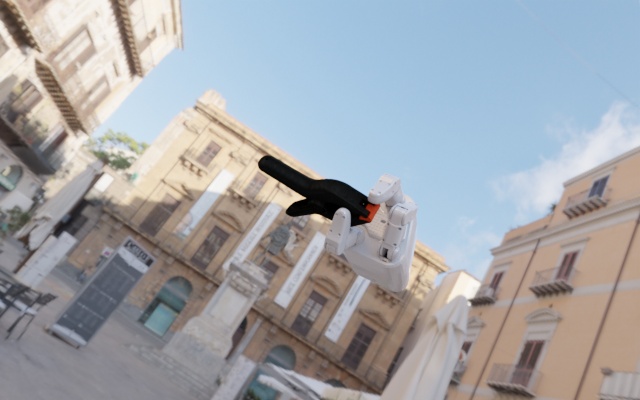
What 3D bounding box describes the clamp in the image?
[{"bbox_3d":[0.001,0.002,0.646,0.171,0.039,0.120,22,-22,25],"label":"clamp"}]
